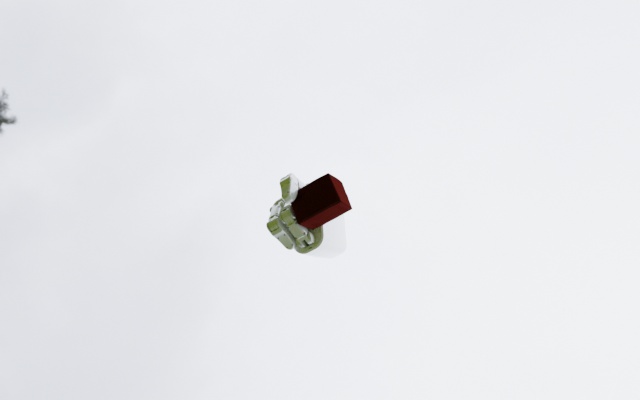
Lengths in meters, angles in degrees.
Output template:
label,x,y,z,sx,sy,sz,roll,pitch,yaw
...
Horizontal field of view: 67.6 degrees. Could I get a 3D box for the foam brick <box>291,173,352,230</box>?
label,x,y,z,sx,sy,sz,roll,pitch,yaw
foam brick,0.000,0.002,0.738,0.078,0.053,0.051,-29,-25,19
